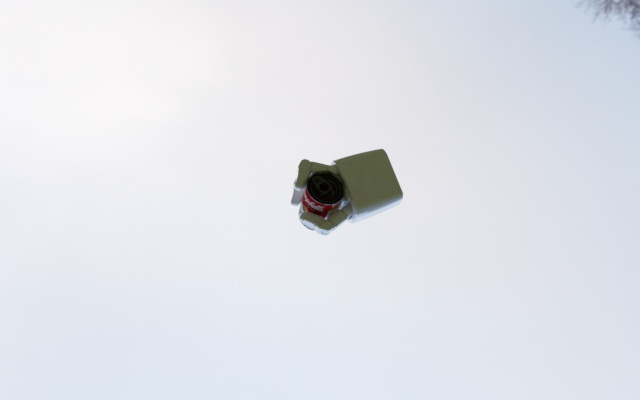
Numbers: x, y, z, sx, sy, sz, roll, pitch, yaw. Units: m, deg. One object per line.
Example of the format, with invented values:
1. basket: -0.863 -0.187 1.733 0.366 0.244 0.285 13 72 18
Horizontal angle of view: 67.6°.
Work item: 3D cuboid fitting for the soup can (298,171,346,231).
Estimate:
1. soup can: 0.000 0.003 0.848 0.068 0.068 0.102 0 -30 -13
